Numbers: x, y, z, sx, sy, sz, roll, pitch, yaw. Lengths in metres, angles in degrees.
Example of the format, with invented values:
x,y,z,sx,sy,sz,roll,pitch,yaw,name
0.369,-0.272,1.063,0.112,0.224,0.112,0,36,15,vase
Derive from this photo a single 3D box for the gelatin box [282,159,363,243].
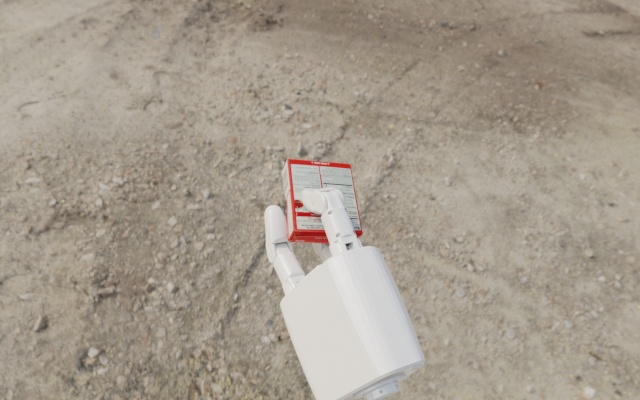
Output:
x,y,z,sx,sy,sz,roll,pitch,yaw,name
0.000,0.001,0.505,0.073,0.089,0.030,3,-29,-18,gelatin box
